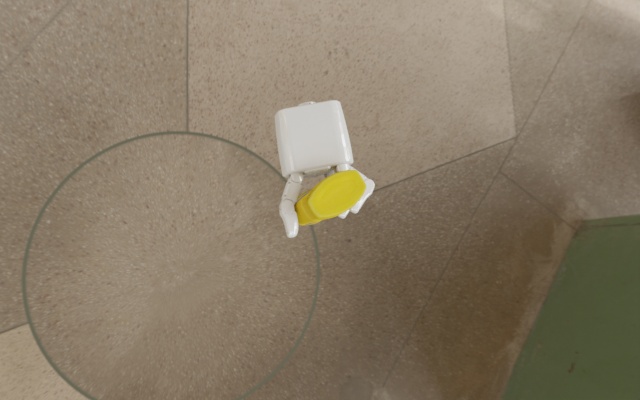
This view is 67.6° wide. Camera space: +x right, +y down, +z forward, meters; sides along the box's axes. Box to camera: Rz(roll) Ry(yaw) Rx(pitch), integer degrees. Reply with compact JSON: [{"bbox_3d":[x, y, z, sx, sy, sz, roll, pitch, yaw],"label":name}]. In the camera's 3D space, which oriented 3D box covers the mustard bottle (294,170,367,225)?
[{"bbox_3d":[0.000,0.003,0.780,0.096,0.058,0.191,-34,2,-18],"label":"mustard bottle"}]
